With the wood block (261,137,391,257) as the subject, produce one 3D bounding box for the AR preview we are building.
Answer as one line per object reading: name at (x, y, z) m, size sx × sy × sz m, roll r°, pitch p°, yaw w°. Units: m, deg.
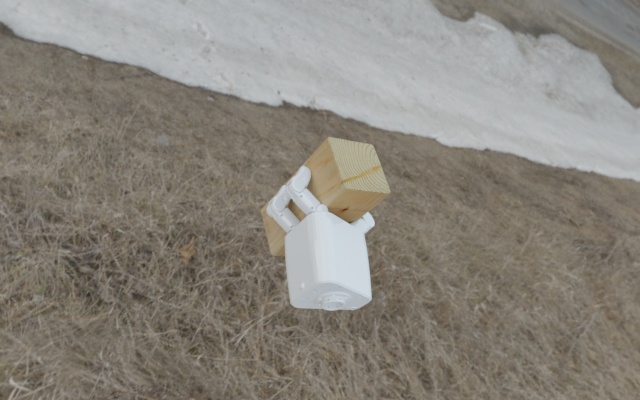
wood block at (0.001, 0.003, 0.747) m, size 0.091 × 0.090 × 0.206 m, roll 5°, pitch -34°, yaw -37°
